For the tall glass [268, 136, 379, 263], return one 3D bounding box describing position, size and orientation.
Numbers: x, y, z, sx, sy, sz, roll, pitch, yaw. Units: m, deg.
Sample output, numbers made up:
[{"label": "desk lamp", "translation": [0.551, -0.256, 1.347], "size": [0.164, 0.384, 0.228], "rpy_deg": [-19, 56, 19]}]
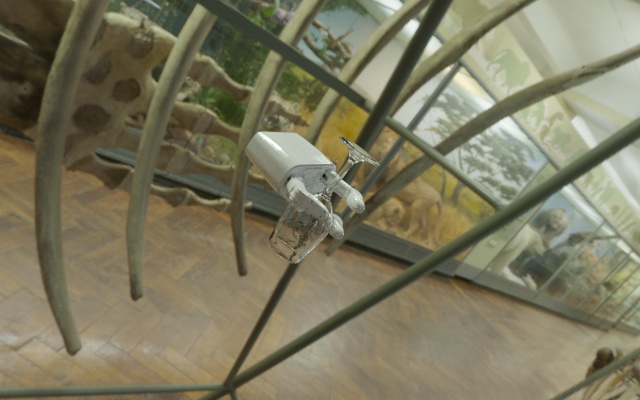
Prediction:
[{"label": "tall glass", "translation": [0.001, 0.002, 0.736], "size": [0.079, 0.201, 0.079], "rpy_deg": [34, 14, -10]}]
